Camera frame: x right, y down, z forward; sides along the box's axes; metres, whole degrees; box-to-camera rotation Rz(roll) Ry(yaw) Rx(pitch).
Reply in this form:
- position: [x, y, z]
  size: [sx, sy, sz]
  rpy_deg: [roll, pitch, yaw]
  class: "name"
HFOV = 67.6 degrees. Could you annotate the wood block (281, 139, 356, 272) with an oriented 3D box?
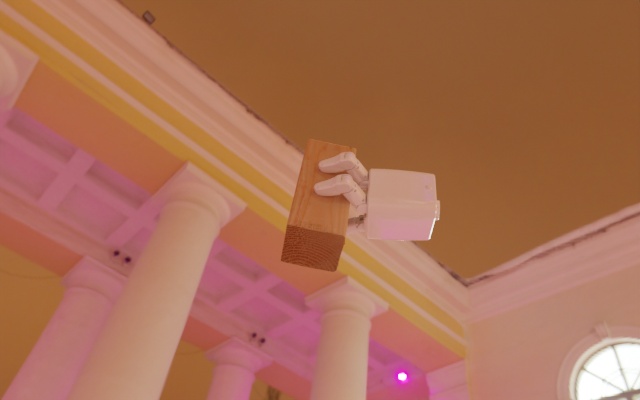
- position: [0.000, 0.003, 0.785]
  size: [0.090, 0.091, 0.206]
  rpy_deg: [11, 44, -1]
  class: "wood block"
